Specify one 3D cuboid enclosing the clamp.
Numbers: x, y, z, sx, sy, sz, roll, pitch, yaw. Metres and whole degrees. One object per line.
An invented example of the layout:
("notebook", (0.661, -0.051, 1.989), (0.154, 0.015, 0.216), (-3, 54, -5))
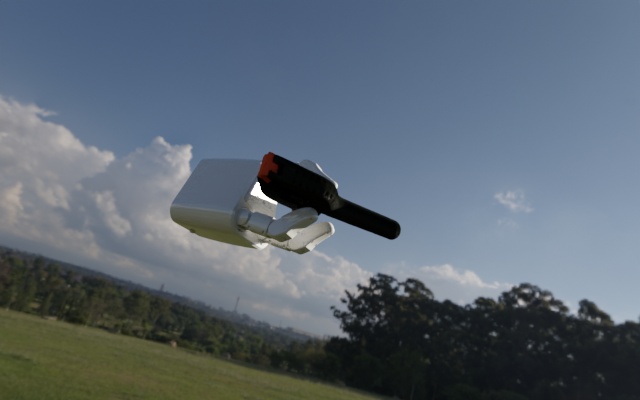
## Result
("clamp", (0.000, 0.001, 0.578), (0.164, 0.036, 0.210), (6, -19, 25))
